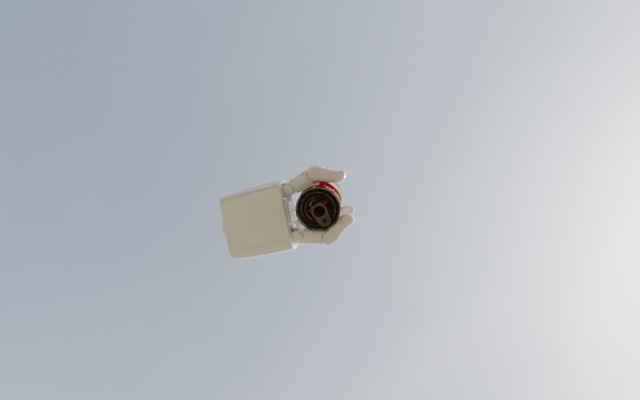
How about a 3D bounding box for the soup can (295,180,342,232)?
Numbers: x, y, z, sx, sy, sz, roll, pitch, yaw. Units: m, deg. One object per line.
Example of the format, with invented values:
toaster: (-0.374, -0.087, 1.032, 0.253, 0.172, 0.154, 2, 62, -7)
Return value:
soup can: (0.001, 0.002, 0.760, 0.068, 0.068, 0.102, 0, 14, 5)
